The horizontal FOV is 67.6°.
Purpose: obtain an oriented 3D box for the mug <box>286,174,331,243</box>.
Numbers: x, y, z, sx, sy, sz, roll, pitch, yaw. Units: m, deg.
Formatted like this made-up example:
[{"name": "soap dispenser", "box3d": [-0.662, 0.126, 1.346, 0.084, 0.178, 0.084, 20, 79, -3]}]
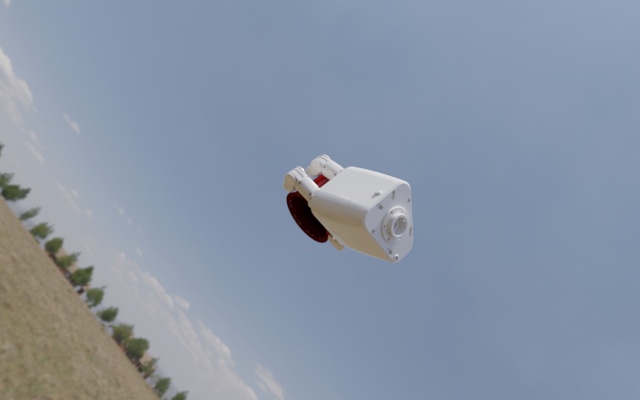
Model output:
[{"name": "mug", "box3d": [-0.001, 0.002, 0.750, 0.081, 0.093, 0.117, -37, 33, -25]}]
